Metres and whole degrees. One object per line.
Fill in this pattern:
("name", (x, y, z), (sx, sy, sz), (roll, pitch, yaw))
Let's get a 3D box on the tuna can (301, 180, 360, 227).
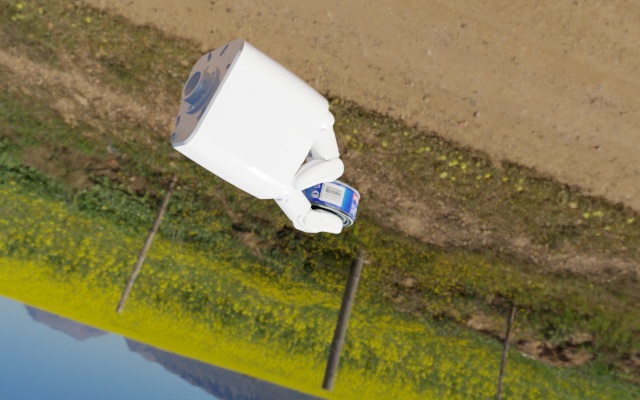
("tuna can", (0.000, 0.002, 0.547), (0.086, 0.033, 0.086), (12, -17, 4))
